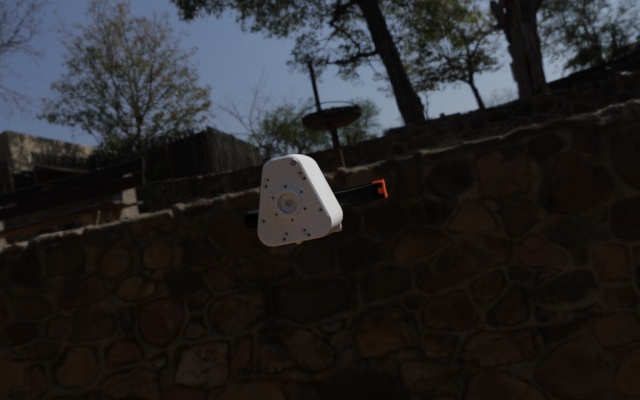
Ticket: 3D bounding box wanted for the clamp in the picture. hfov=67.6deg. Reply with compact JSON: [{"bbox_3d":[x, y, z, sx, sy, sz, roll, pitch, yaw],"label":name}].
[{"bbox_3d":[0.000,0.002,0.758,0.210,0.036,0.164,-13,3,8],"label":"clamp"}]
